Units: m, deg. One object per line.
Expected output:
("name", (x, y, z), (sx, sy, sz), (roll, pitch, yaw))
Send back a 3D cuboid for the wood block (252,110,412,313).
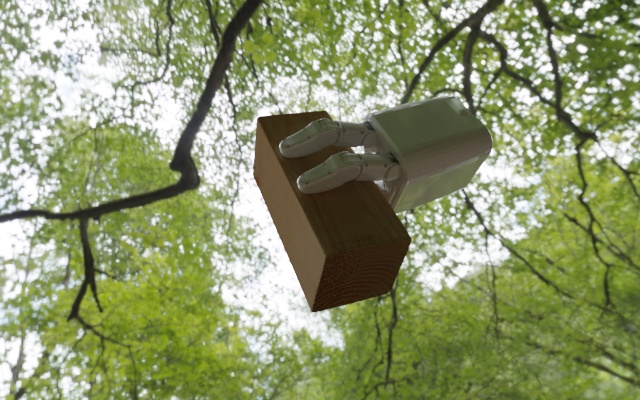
("wood block", (0.000, 0.002, 0.511), (0.090, 0.091, 0.206), (-10, 47, -21))
